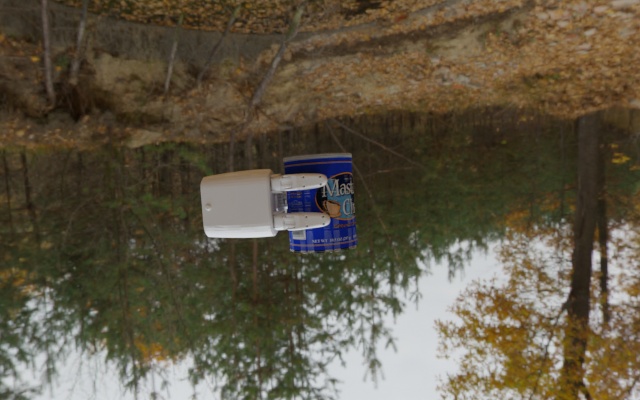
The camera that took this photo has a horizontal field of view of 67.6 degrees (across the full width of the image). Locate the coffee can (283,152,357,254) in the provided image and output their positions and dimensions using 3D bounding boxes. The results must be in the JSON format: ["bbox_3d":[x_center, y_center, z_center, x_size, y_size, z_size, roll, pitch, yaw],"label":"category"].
[{"bbox_3d":[0.000,0.002,0.716,0.103,0.140,0.103,-4,2,0],"label":"coffee can"}]
